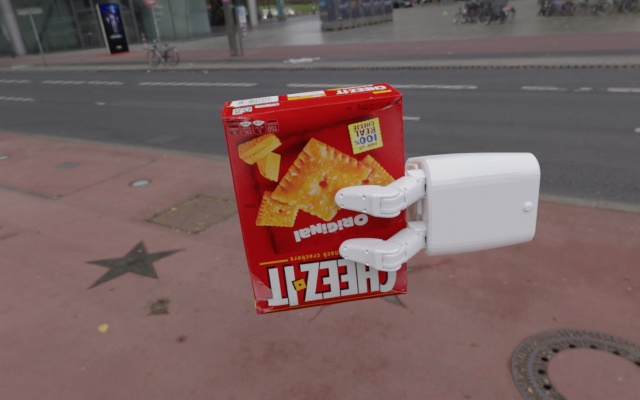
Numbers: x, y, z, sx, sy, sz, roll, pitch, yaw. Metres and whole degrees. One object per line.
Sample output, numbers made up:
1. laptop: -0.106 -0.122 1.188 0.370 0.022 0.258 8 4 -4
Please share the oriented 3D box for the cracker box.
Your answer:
1. cracker box: 0.000 0.001 0.482 0.164 0.214 0.072 -7 23 -3
